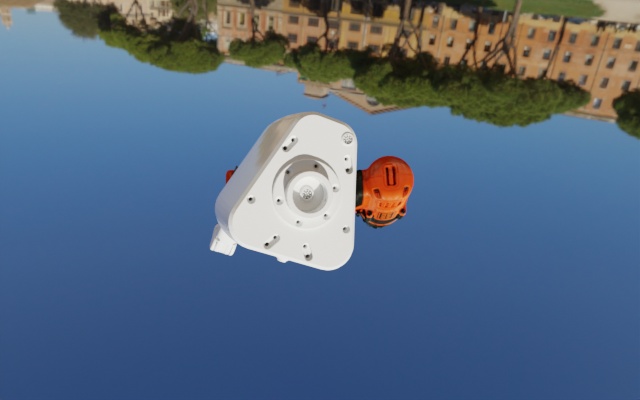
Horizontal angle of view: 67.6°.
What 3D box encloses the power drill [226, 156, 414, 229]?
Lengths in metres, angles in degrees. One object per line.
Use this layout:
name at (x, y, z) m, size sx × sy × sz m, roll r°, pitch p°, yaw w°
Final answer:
power drill at (0.000, 0.002, 0.521) m, size 0.187 × 0.057 × 0.184 m, roll -5°, pitch -15°, yaw 1°
